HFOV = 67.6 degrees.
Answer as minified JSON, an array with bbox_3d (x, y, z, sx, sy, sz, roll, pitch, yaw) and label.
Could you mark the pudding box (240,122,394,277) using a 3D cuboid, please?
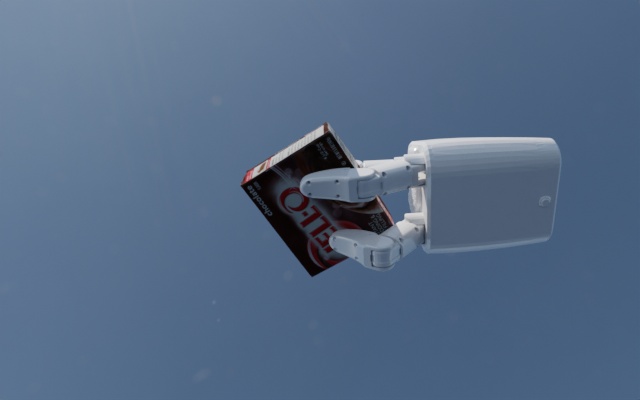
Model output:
[{"bbox_3d":[0.000,0.001,0.420,0.090,0.113,0.039,-30,20,14],"label":"pudding box"}]
